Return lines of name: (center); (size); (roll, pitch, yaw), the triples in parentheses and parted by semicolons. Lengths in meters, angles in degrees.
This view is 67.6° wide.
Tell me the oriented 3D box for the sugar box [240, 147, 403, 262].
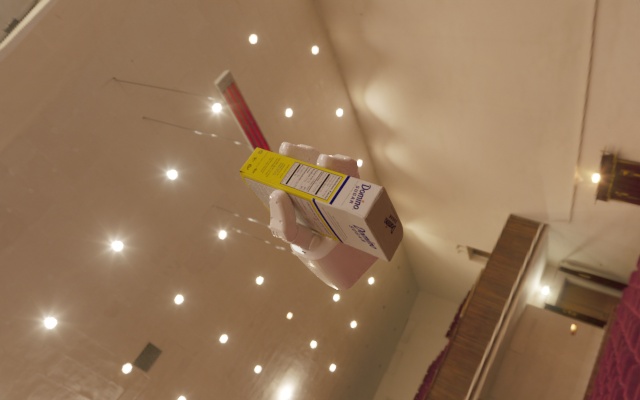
sugar box: (0.000, 0.001, 0.527); (0.176, 0.048, 0.093); (18, -24, 33)
